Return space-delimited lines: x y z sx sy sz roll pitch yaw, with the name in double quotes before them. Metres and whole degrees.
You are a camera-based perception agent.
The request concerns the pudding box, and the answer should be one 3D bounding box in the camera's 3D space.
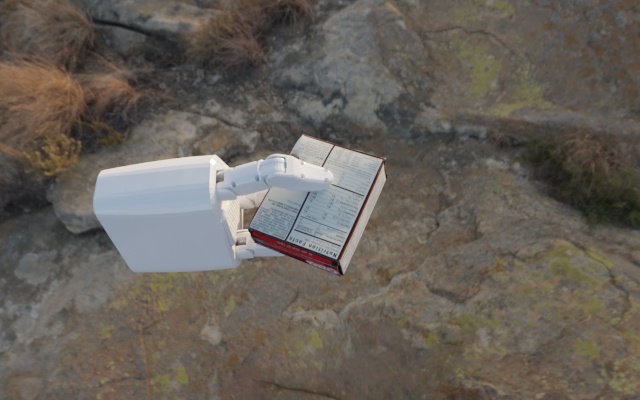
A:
"pudding box" 0.000 0.001 0.434 0.090 0.113 0.039 19 -23 17
